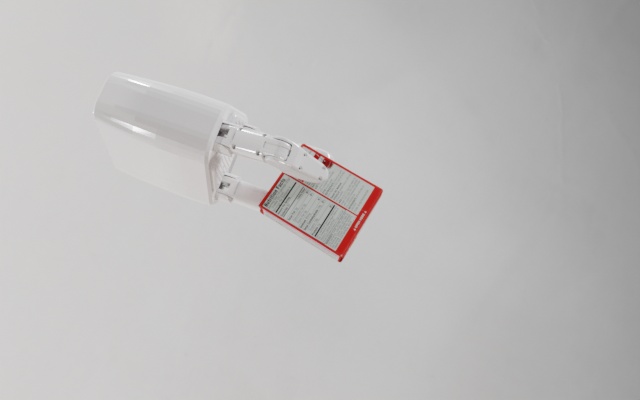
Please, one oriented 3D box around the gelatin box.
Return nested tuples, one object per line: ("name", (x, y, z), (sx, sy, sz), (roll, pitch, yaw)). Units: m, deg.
("gelatin box", (0.000, 0.001, 0.433), (0.089, 0.073, 0.030), (31, -16, 8))
